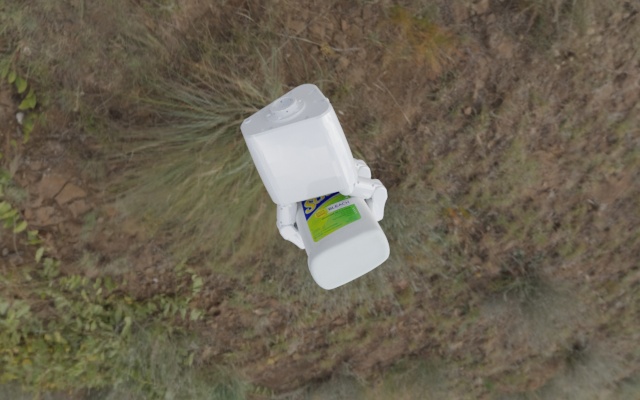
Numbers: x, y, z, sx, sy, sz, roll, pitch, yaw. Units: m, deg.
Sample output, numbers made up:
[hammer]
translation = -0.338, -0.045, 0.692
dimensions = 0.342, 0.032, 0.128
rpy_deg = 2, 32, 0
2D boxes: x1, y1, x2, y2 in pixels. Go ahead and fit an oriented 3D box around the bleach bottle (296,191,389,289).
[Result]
[bleach bottle]
translation = 0.000, 0.002, 0.658
dimensions = 0.102, 0.068, 0.250
rpy_deg = -26, 39, -3
